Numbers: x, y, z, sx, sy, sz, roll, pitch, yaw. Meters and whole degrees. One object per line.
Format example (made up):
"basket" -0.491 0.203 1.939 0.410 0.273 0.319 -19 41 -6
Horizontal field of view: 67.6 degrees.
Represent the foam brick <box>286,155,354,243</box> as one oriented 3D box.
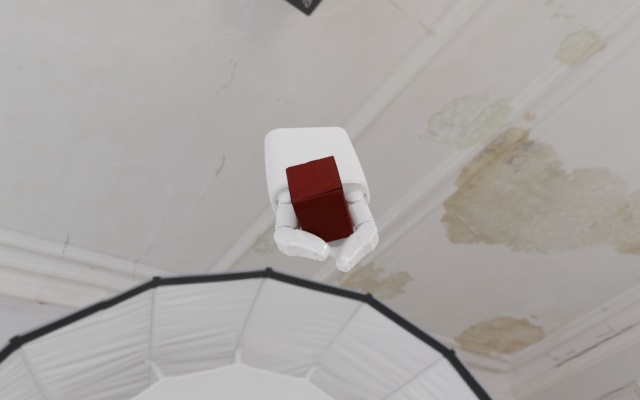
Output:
"foam brick" 0.000 0.001 0.495 0.053 0.051 0.078 -14 -42 2
